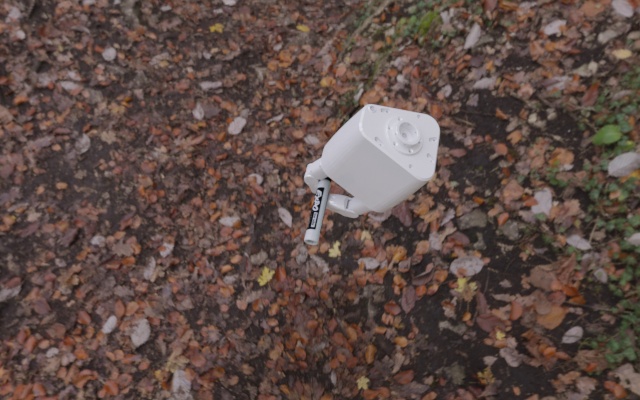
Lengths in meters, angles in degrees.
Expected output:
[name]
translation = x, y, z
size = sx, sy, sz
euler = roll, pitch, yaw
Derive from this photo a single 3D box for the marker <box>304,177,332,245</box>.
[marker]
translation = 0.000, 0.002, 0.651
size = 0.020, 0.121, 0.020
euler = 11, -26, 5
